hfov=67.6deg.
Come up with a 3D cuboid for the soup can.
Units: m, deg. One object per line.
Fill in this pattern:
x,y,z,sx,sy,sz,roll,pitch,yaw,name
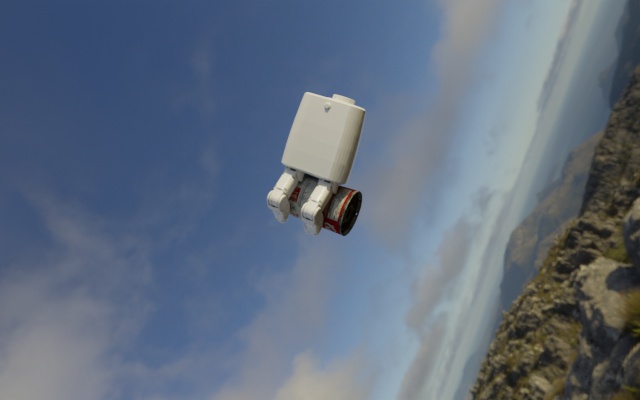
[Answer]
0.000,0.003,0.692,0.102,0.068,0.068,20,7,21,soup can
